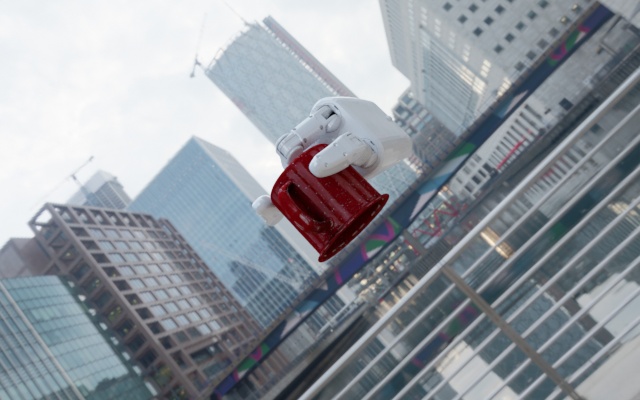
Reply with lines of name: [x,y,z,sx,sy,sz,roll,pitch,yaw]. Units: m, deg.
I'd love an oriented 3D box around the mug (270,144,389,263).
mug: [-0.001,0.002,0.453,0.093,0.081,0.117,-51,-15,27]
